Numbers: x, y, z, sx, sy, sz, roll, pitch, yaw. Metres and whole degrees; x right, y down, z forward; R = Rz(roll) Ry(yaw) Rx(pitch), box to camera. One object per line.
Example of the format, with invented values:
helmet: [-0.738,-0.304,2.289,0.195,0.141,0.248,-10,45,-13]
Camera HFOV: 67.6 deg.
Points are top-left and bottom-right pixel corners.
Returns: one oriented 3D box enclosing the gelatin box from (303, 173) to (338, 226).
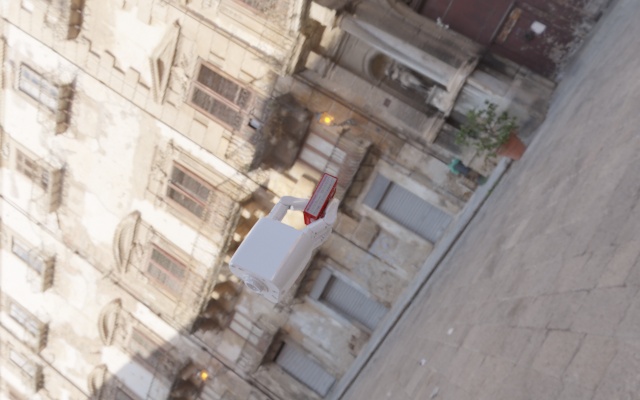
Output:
gelatin box: [0.000,0.002,0.880,0.030,0.089,0.073,25,-18,7]
